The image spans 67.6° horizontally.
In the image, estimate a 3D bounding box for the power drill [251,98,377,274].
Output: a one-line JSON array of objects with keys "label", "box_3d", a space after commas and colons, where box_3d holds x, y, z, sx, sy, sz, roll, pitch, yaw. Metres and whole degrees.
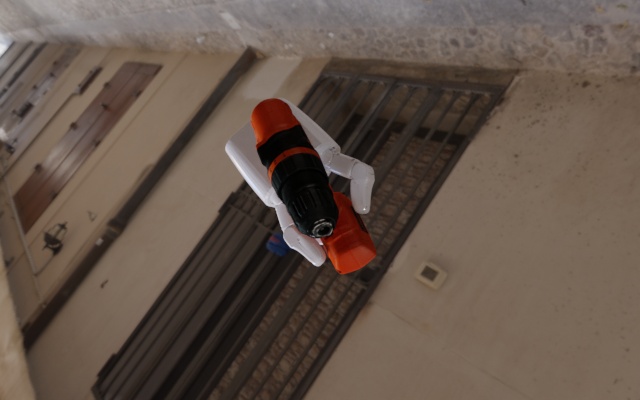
[{"label": "power drill", "box_3d": [0.000, 0.002, 0.504, 0.057, 0.184, 0.188, -27, -42, 5]}]
